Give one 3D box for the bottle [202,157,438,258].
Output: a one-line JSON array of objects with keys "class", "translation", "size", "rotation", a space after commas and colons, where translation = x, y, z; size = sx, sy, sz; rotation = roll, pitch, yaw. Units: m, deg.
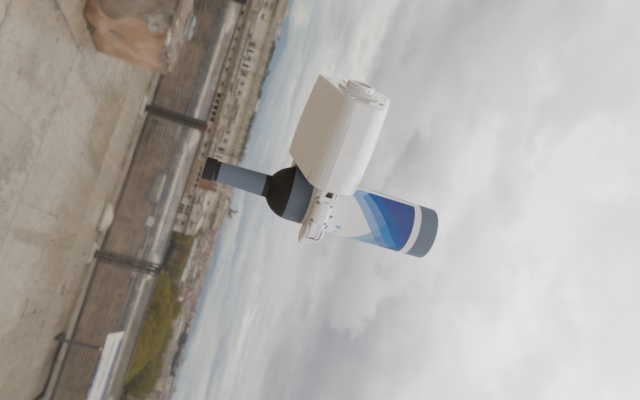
[{"class": "bottle", "translation": [0.000, 0.002, 0.599], "size": [0.296, 0.069, 0.069], "rotation": [17, -3, -11]}]
